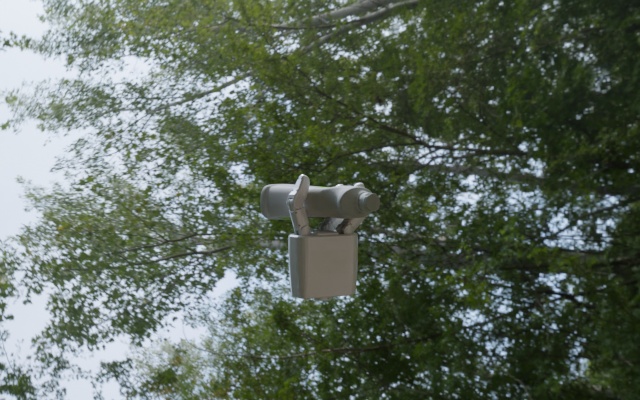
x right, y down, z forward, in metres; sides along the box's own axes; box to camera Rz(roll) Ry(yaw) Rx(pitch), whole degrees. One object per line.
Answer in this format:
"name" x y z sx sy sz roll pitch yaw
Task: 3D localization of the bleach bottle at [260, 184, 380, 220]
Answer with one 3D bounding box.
"bleach bottle" 0.000 0.003 0.828 0.102 0.068 0.251 -2 1 -36
